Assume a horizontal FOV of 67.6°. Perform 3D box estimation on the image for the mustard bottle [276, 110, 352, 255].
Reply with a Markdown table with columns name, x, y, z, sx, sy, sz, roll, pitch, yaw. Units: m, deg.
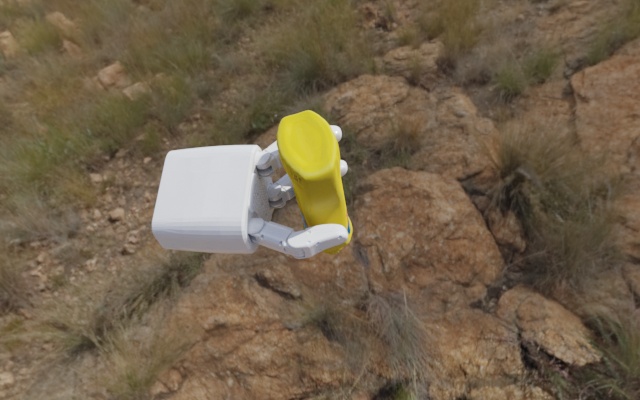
| name | x | y | z | sx | sy | sz | roll | pitch | yaw |
| --- | --- | --- | --- | --- | --- | --- | --- | --- | --- |
| mustard bottle | 0.000 | 0.002 | 0.530 | 0.058 | 0.096 | 0.192 | -19 | -40 | -4 |
